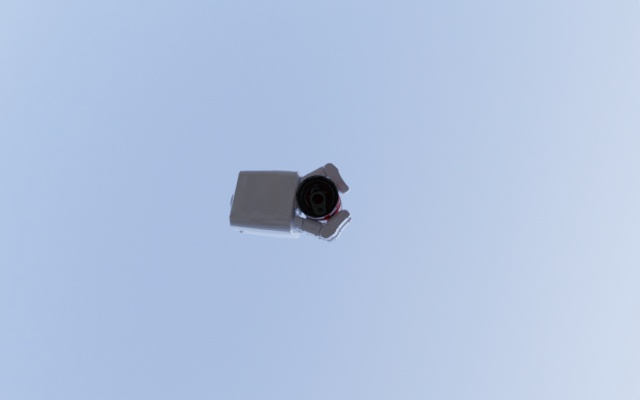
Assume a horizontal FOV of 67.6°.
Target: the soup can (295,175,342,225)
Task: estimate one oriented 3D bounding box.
[{"bbox_3d":[0.001,0.003,0.788,0.068,0.068,0.102,0,-10,6],"label":"soup can"}]
